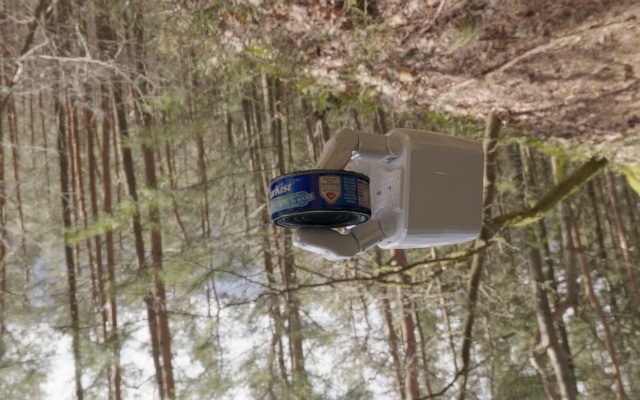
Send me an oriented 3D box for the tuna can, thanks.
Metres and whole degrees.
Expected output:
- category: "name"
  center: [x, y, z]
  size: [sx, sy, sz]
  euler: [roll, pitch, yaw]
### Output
- category: "tuna can"
  center: [0.000, 0.002, 0.402]
  size: [0.086, 0.033, 0.086]
  euler: [-2, -13, 0]
